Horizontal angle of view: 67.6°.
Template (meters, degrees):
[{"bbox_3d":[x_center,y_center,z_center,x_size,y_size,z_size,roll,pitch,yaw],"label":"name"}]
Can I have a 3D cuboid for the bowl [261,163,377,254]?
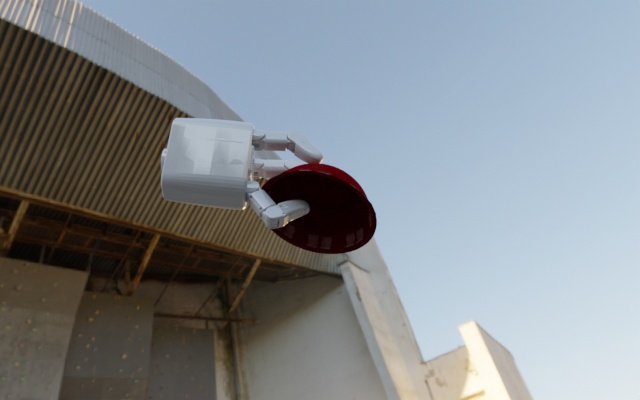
[{"bbox_3d":[0.001,0.002,0.646,0.162,0.055,0.162,10,-42,9],"label":"bowl"}]
